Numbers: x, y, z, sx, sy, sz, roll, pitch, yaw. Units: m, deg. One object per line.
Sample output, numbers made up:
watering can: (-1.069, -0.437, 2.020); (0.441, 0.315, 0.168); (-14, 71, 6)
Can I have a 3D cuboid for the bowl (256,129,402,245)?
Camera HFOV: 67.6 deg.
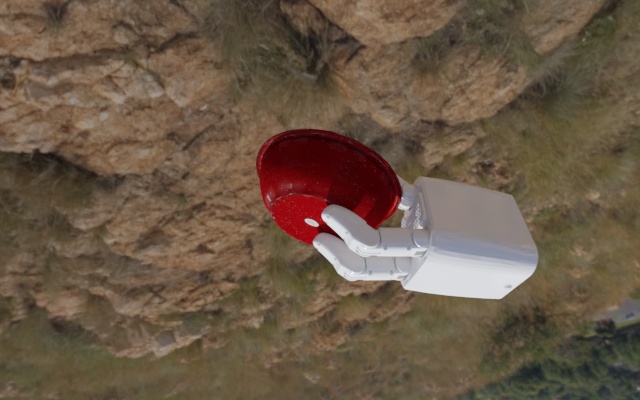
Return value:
bowl: (-0.001, 0.002, 0.499); (0.162, 0.055, 0.162); (13, -35, 9)
